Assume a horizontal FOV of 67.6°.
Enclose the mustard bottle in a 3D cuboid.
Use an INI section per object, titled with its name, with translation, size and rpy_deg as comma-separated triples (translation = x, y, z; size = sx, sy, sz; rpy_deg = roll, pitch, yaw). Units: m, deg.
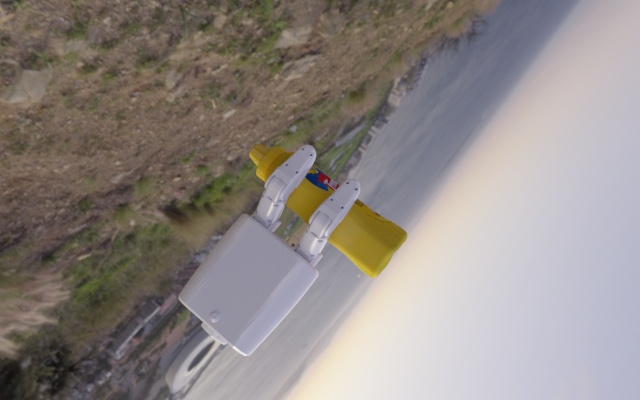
[mustard bottle]
translation = 0.000, 0.002, 0.511
size = 0.191, 0.058, 0.096
rpy_deg = 37, 13, 12
